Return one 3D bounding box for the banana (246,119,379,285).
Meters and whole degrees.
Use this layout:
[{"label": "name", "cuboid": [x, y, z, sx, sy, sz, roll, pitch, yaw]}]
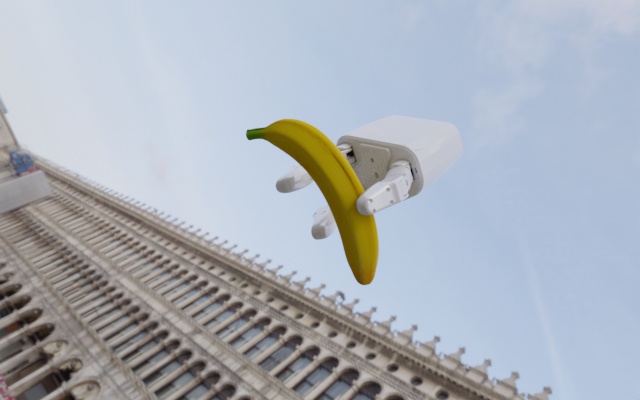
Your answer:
[{"label": "banana", "cuboid": [0.009, -0.010, 0.467, 0.037, 0.198, 0.070, -33, -4, -47]}]
